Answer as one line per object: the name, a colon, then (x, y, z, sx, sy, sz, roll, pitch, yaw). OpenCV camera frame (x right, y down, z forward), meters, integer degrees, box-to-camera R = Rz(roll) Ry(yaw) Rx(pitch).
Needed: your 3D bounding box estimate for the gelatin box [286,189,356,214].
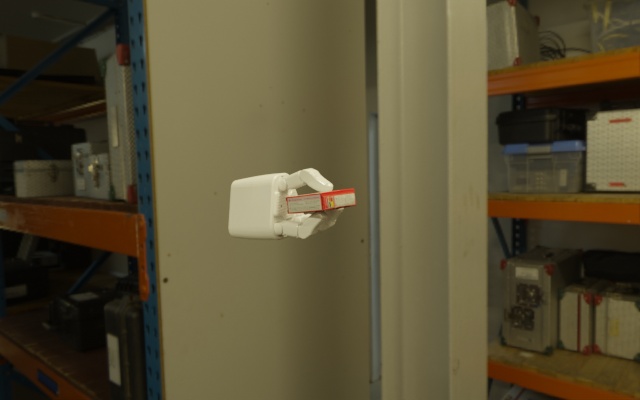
gelatin box: (0.000, 0.002, 0.760, 0.073, 0.030, 0.089, -7, 0, -42)
